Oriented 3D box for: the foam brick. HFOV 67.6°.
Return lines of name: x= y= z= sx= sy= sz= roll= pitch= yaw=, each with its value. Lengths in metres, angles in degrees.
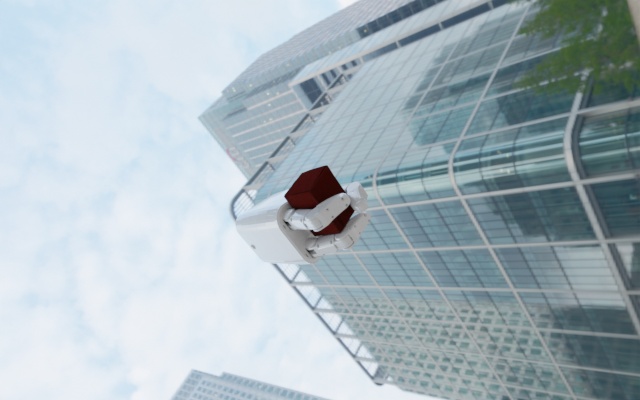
foam brick: x=0.000 y=0.002 z=0.636 sx=0.051 sy=0.078 sz=0.053 roll=-9 pitch=35 yaw=45
